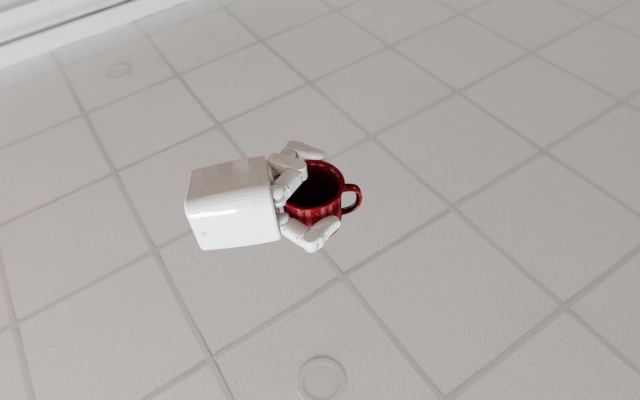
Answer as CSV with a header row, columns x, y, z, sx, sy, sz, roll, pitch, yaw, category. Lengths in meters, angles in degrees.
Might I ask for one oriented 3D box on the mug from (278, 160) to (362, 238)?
x,y,z,sx,sy,sz,roll,pitch,yaw,category
0.002,0.002,0.668,0.117,0.093,0.082,-8,-41,-3,mug
